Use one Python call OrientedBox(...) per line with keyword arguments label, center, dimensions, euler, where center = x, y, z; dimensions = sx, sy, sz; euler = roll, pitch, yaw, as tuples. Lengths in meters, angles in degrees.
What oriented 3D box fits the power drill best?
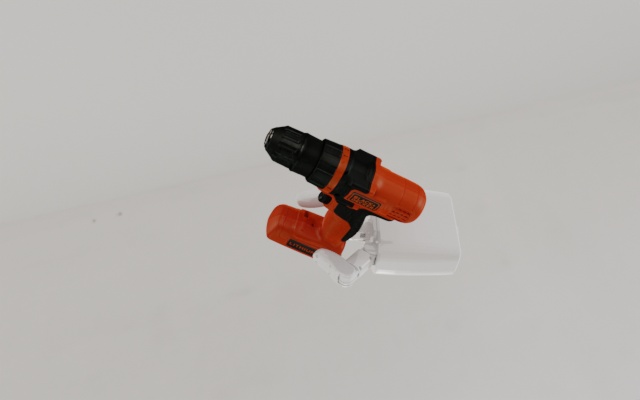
OrientedBox(label="power drill", center=(0.000, 0.002, 0.556), dimensions=(0.184, 0.057, 0.188), euler=(25, -32, -12))
